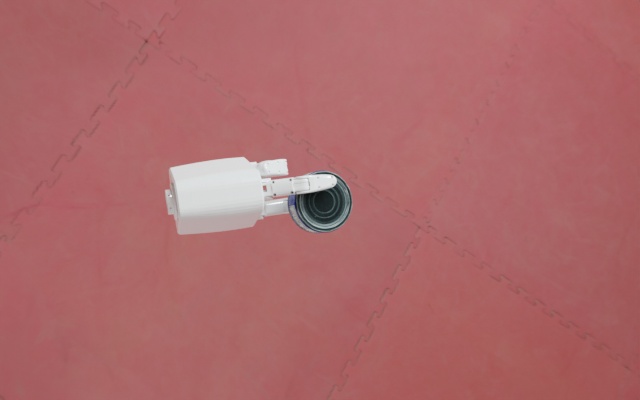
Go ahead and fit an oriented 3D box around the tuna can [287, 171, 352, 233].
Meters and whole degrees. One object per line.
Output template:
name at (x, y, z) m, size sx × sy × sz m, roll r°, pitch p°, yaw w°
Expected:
tuna can at (0.000, 0.002, 0.656) m, size 0.086 × 0.086 × 0.034 m, roll 0°, pitch -4°, yaw -22°
